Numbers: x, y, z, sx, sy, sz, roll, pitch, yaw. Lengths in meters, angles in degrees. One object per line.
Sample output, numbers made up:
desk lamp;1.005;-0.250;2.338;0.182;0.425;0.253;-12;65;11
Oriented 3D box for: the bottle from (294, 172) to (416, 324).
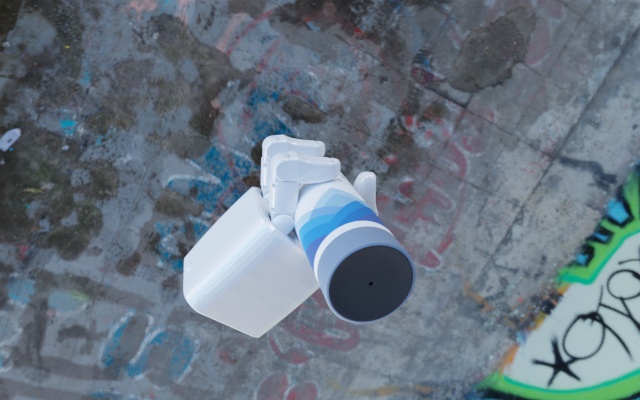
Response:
bottle;0.000;0.002;0.461;0.069;0.069;0.295;0;23;-15
